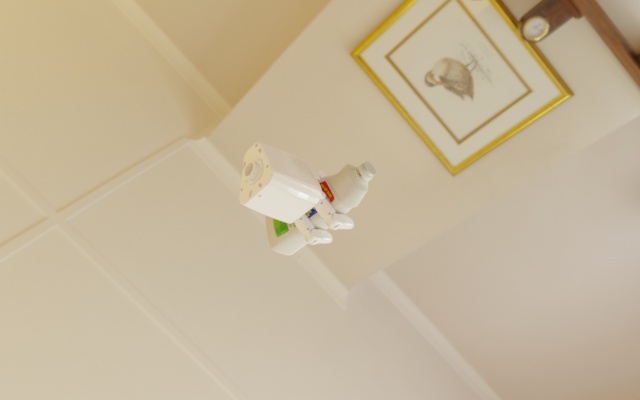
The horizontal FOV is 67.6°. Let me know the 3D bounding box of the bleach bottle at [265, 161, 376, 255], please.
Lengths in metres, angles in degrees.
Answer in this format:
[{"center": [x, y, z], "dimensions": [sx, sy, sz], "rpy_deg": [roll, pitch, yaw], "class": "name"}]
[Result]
[{"center": [0.000, 0.003, 0.884], "dimensions": [0.068, 0.102, 0.251], "rpy_deg": [23, -47, -38], "class": "bleach bottle"}]
